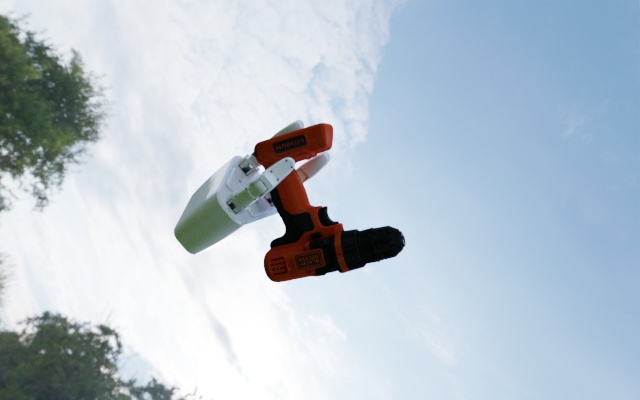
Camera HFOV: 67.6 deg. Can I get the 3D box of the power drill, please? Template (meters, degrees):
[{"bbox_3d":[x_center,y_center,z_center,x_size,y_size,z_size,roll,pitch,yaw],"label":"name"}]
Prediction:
[{"bbox_3d":[0.000,0.002,0.605,0.184,0.187,0.057,-14,-3,12],"label":"power drill"}]
